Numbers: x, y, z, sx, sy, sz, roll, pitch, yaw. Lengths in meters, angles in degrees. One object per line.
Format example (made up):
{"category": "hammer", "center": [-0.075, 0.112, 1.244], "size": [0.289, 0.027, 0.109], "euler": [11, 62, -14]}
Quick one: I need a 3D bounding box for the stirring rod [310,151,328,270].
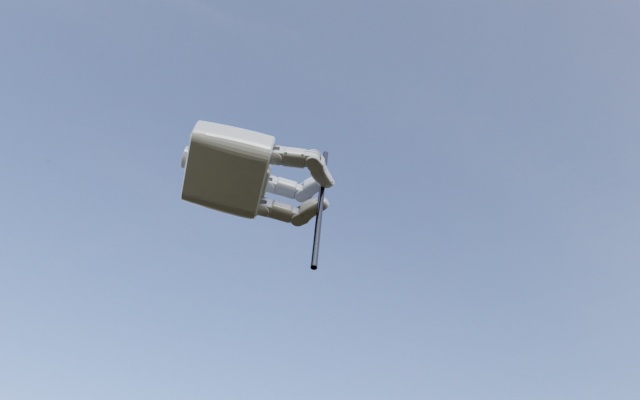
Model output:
{"category": "stirring rod", "center": [0.000, 0.002, 0.634], "size": [0.011, 0.011, 0.239], "euler": [0, 38, 5]}
